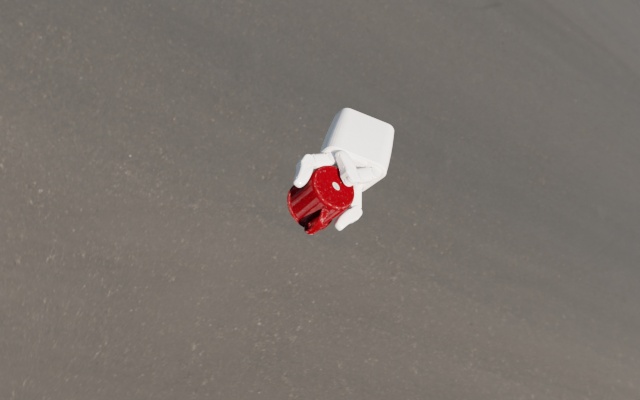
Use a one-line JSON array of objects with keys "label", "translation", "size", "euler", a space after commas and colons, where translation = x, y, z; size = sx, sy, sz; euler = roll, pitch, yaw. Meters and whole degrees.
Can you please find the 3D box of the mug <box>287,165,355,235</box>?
[{"label": "mug", "translation": [0.000, 0.004, 0.791], "size": [0.093, 0.117, 0.081], "euler": [31, -37, -17]}]
